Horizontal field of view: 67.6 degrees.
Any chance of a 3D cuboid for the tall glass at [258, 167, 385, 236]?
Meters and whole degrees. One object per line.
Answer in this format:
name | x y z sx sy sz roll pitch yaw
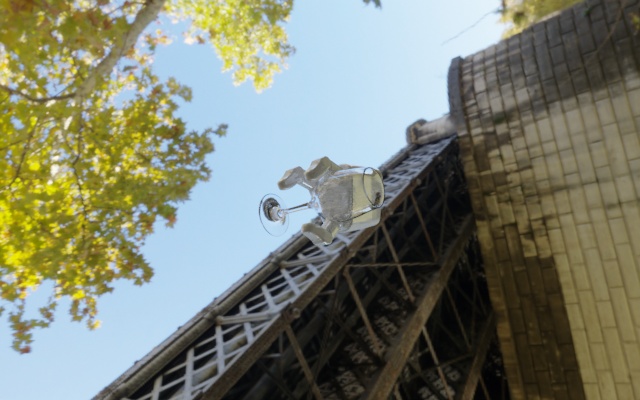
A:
tall glass | -0.001 0.003 0.751 0.201 0.079 0.079 -16 -9 35
